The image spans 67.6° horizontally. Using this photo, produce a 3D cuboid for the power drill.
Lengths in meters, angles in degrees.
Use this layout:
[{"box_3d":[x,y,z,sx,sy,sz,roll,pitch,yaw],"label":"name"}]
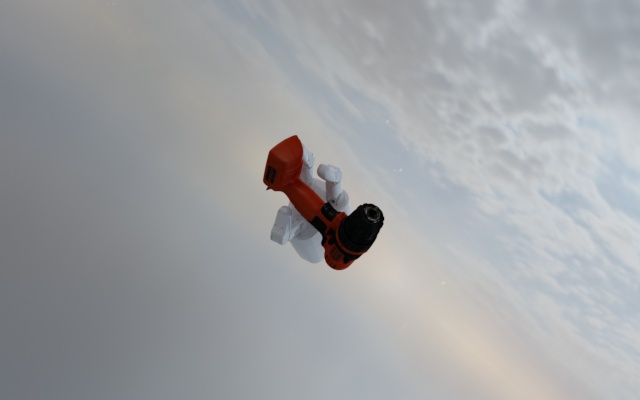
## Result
[{"box_3d":[0.000,0.002,0.661,0.057,0.187,0.184,-33,-13,-26],"label":"power drill"}]
